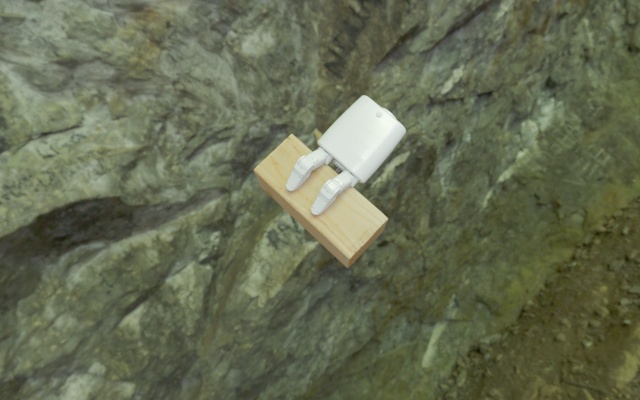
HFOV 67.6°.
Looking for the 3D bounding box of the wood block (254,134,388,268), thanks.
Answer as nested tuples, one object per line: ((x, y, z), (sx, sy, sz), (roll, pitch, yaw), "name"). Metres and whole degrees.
((0.000, 0.002, 0.776), (0.206, 0.090, 0.091), (42, -11, 13), "wood block")
